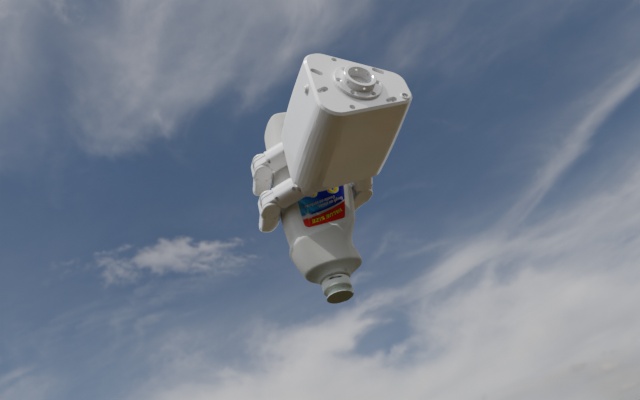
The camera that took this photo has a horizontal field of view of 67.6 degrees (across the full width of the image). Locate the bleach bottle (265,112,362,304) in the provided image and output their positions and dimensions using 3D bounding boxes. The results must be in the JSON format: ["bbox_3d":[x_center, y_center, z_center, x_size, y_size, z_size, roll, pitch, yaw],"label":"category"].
[{"bbox_3d":[0.000,0.002,0.565,0.102,0.250,0.068,-1,-39,-20],"label":"bleach bottle"}]
